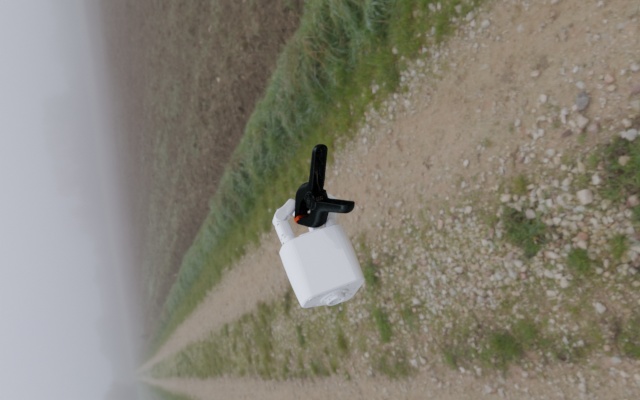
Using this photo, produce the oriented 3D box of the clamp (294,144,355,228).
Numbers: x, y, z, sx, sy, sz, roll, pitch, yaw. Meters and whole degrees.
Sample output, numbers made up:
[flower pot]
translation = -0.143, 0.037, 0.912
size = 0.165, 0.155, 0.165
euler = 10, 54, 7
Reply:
[clamp]
translation = -0.001, 0.003, 0.791
size = 0.039, 0.120, 0.172
euler = -10, -31, -25
